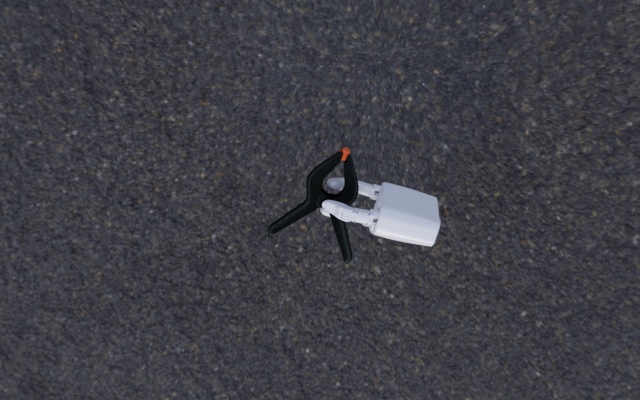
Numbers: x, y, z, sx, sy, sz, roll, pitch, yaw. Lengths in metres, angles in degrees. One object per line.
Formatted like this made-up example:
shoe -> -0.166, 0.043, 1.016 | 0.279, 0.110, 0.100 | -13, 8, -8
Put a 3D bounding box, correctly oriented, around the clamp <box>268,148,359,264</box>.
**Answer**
clamp -> 0.000, 0.003, 0.859 | 0.164, 0.210, 0.036 | 14, 17, -2
